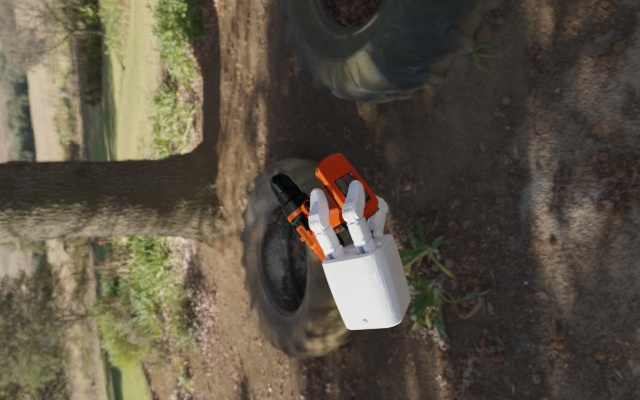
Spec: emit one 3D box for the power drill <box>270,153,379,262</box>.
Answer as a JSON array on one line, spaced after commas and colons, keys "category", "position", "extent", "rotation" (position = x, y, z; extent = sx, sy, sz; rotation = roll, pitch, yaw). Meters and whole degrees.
[{"category": "power drill", "position": [0.000, 0.003, 0.755], "extent": [0.057, 0.184, 0.188], "rotation": [-36, -7, -30]}]
